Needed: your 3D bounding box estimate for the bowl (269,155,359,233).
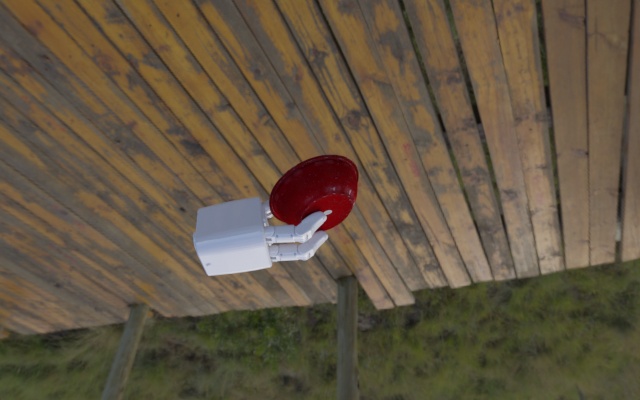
[{"bbox_3d":[0.001,0.002,0.782,0.162,0.055,0.162,-18,-38,-14],"label":"bowl"}]
